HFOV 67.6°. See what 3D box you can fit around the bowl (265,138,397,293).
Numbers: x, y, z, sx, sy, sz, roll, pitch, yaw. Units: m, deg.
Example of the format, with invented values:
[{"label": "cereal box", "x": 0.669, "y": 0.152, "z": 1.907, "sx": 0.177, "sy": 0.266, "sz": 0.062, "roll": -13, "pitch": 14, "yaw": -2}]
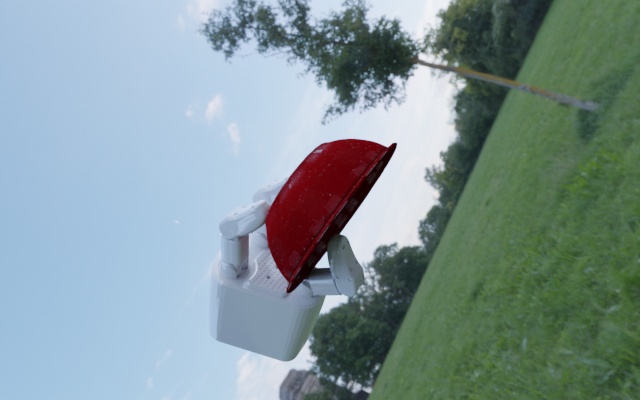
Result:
[{"label": "bowl", "x": 0.000, "y": 0.000, "z": 0.424, "sx": 0.055, "sy": 0.162, "sz": 0.162, "roll": 36, "pitch": 5, "yaw": 7}]
